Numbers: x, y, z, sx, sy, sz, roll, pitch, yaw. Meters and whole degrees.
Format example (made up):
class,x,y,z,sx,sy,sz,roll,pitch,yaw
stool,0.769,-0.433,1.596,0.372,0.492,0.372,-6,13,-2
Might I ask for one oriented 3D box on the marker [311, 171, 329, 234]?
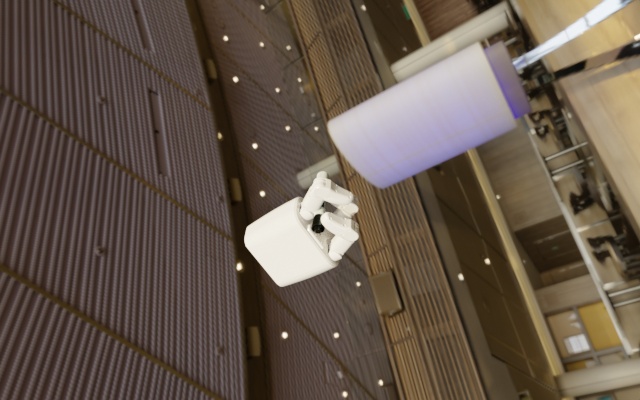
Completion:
class,x,y,z,sx,sy,sz,roll,pitch,yaw
marker,0.000,0.002,0.701,0.020,0.020,0.121,0,43,5
